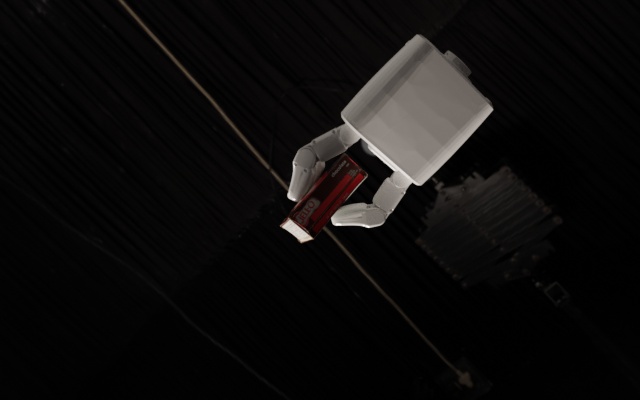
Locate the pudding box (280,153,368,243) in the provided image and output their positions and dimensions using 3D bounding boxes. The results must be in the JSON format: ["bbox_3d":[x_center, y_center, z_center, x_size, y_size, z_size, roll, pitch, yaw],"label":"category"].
[{"bbox_3d":[0.000,0.002,0.531,0.039,0.090,0.113,42,-12,0],"label":"pudding box"}]
